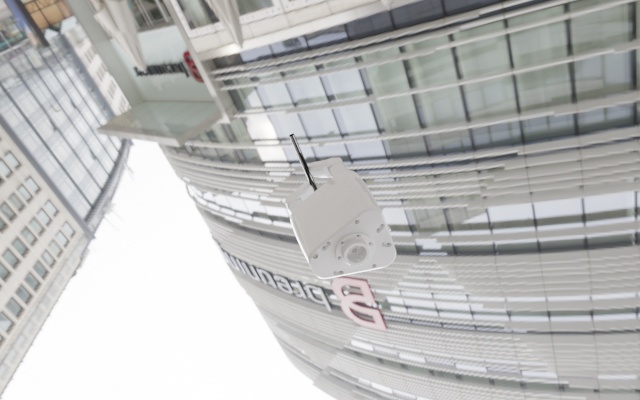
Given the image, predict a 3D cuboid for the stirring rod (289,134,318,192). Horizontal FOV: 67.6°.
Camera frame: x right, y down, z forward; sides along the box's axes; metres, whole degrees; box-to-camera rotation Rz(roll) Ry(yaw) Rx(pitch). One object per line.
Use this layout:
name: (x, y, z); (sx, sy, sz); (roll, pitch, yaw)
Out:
stirring rod: (0.000, 0.002, 0.737); (0.011, 0.240, 0.011); (-17, 31, 11)
